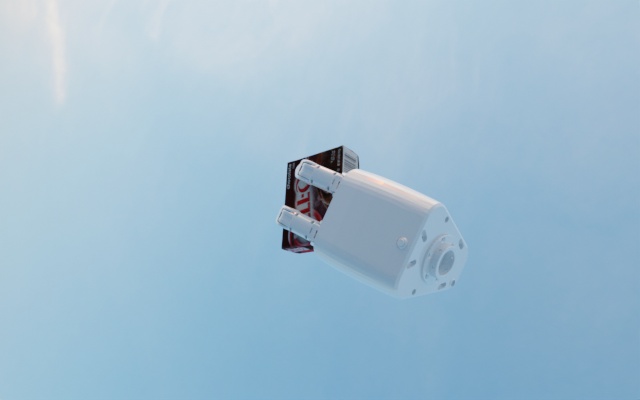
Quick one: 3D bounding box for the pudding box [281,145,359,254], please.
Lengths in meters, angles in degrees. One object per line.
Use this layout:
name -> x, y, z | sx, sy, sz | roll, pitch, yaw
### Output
pudding box -> 0.000, 0.002, 0.557 | 0.090, 0.113, 0.039 | -13, -25, 39
